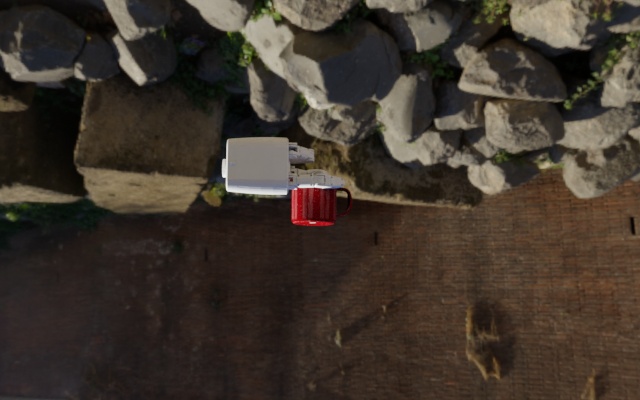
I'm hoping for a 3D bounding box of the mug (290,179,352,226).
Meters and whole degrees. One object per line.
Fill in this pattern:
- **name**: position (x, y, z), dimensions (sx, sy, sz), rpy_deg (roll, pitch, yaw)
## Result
- **mug**: position (0.002, 0.003, 0.878), dimensions (0.117, 0.081, 0.093), rpy_deg (1, -8, -6)
